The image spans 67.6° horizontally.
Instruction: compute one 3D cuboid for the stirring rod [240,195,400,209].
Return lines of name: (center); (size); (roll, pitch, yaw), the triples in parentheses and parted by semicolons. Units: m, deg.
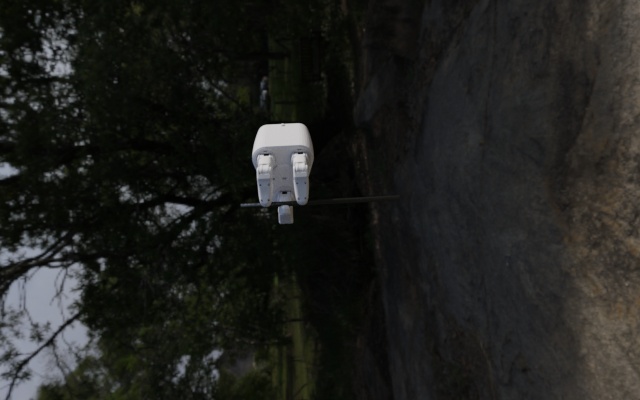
stirring rod: (0.000, 0.002, 0.722); (0.239, 0.011, 0.011); (-3, 0, -2)
